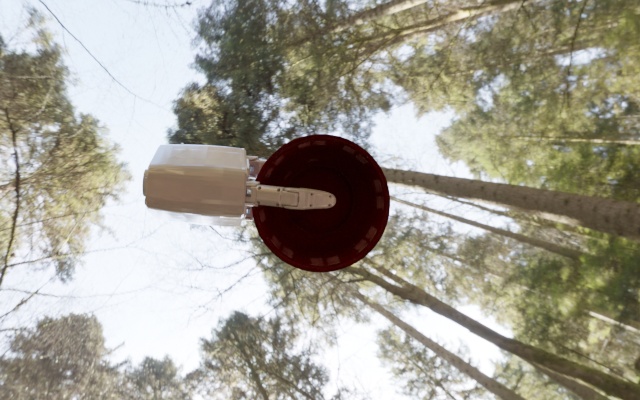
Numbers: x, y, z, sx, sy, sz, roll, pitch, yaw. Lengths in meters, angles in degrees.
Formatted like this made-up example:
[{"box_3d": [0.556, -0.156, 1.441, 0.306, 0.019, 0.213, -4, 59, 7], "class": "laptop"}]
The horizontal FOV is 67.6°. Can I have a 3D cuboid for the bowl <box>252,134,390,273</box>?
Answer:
[{"box_3d": [0.001, 0.002, 0.578, 0.162, 0.162, 0.055, 0, 6, -2], "class": "bowl"}]
